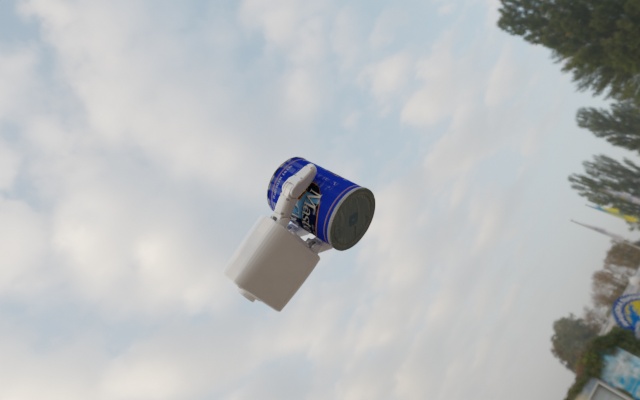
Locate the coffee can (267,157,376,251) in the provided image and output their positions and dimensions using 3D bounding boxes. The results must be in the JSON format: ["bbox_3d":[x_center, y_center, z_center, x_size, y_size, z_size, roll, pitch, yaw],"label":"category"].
[{"bbox_3d":[0.000,0.002,0.748,0.140,0.103,0.103,28,18,36],"label":"coffee can"}]
